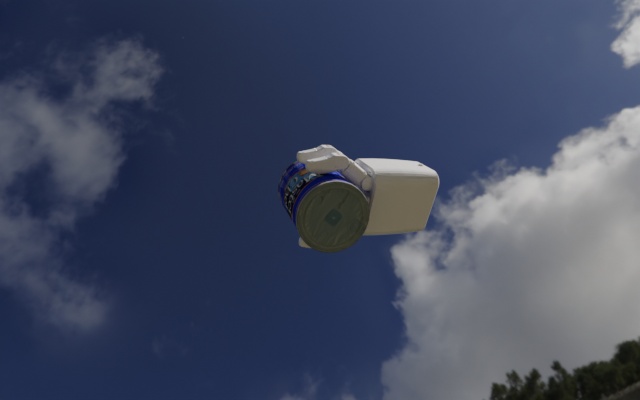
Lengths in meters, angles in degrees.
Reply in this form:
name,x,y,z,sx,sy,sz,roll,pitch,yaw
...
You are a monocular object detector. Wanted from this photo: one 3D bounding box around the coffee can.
name,x,y,z,sx,sy,sz,roll,pitch,yaw
coffee can,0.000,0.002,0.704,0.103,0.103,0.140,0,18,-16
